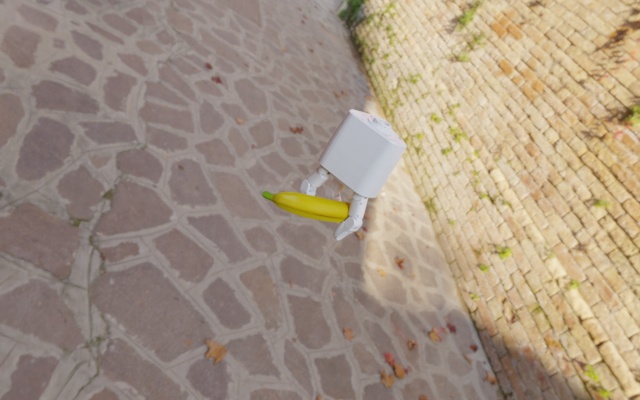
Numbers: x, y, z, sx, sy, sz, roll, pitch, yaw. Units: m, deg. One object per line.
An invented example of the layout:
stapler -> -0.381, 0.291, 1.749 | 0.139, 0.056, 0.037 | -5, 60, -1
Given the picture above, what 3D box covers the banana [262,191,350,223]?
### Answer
banana -> 0.003, 0.010, 0.820 | 0.198, 0.037, 0.069 | 13, 20, -26
